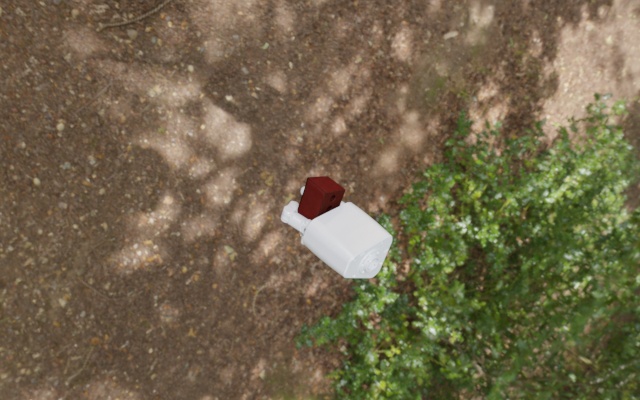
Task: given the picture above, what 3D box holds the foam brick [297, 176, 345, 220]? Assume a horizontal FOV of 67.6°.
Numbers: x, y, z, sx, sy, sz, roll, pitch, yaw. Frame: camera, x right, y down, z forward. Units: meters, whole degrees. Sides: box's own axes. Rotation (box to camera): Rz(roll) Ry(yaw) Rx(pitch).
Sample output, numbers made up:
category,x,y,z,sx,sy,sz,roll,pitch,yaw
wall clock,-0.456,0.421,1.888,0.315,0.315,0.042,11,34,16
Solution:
category,x,y,z,sx,sy,sz,roll,pitch,yaw
foam brick,0.000,0.002,0.846,0.053,0.078,0.051,-9,37,-43
